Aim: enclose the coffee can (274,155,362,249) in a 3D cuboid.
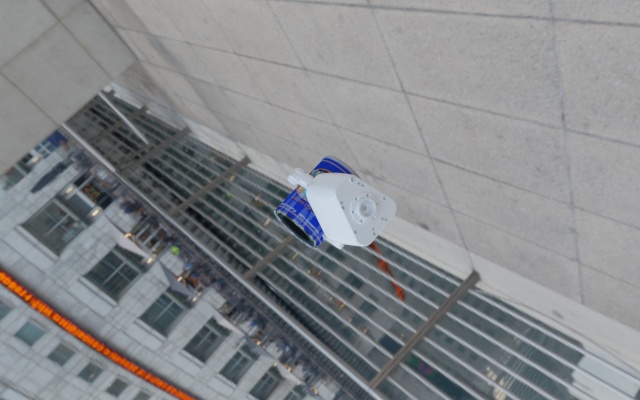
[{"bbox_3d":[0.000,0.003,0.866,0.103,0.140,0.103,39,-15,12],"label":"coffee can"}]
